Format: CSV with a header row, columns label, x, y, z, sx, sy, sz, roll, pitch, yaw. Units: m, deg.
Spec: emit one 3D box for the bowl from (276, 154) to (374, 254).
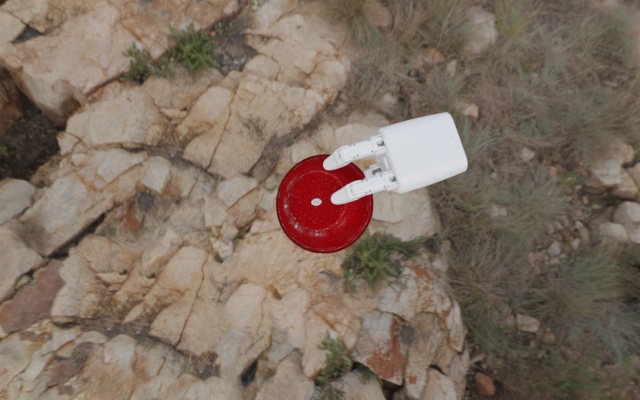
label,x,y,z,sx,sy,sz,roll,pitch,yaw
bowl,-0.001,0.003,0.745,0.162,0.162,0.055,0,-5,12
